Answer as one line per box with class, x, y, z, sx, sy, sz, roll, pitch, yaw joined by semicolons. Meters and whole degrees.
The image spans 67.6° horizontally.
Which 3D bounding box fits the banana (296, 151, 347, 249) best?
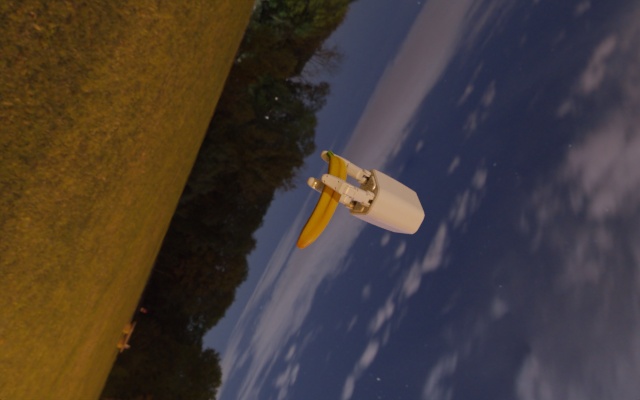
banana;0.009;-0.001;0.883;0.037;0.197;0.069;24;-12;-21
